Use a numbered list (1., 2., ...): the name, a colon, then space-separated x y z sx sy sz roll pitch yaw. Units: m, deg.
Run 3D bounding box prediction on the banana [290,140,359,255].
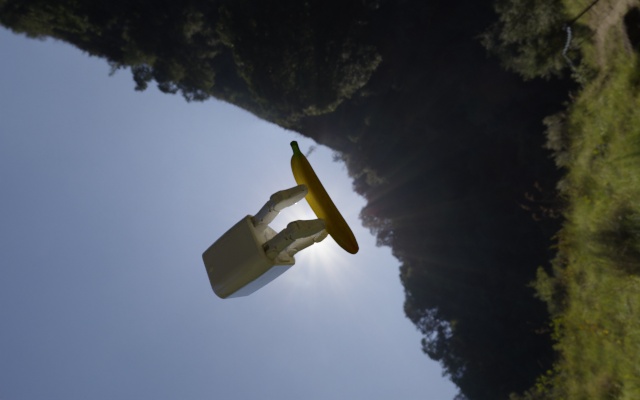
1. banana: 0.000 0.002 0.746 0.037 0.197 0.069 -32 -10 0
